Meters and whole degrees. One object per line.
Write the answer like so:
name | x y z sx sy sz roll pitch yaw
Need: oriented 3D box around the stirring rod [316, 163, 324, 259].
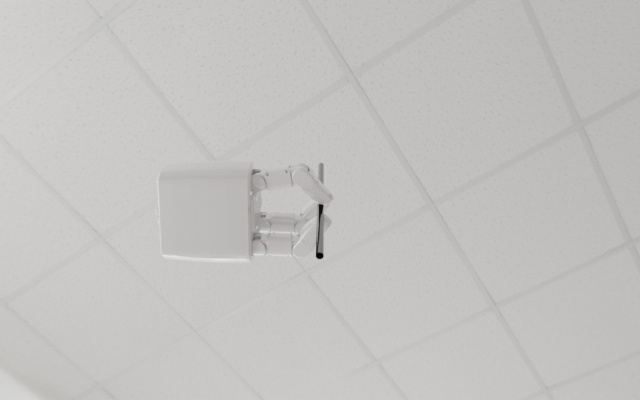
stirring rod | 0.000 0.002 0.571 0.011 0.011 0.239 0 26 0
